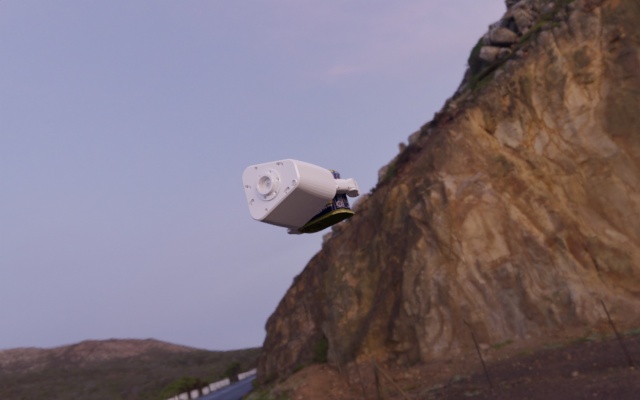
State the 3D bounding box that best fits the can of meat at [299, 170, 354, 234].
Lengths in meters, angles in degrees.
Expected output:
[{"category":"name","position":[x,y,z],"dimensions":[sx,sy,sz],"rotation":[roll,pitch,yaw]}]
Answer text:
[{"category":"can of meat","position":[0.000,0.002,0.862],"dimensions":[0.102,0.084,0.057],"rotation":[-27,-21,30]}]
